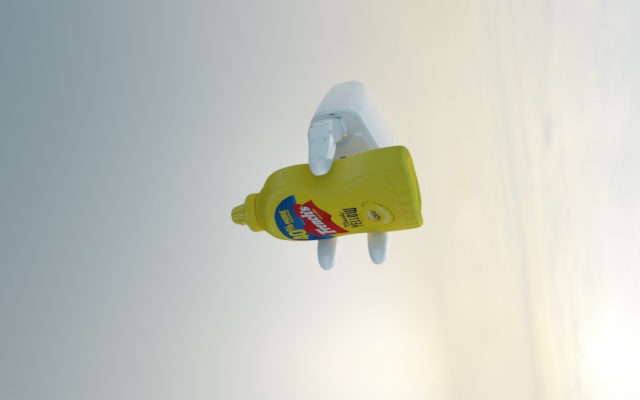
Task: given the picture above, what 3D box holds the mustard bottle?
[{"bbox_3d":[0.000,0.002,0.476,0.191,0.058,0.096,-9,-37,17],"label":"mustard bottle"}]
